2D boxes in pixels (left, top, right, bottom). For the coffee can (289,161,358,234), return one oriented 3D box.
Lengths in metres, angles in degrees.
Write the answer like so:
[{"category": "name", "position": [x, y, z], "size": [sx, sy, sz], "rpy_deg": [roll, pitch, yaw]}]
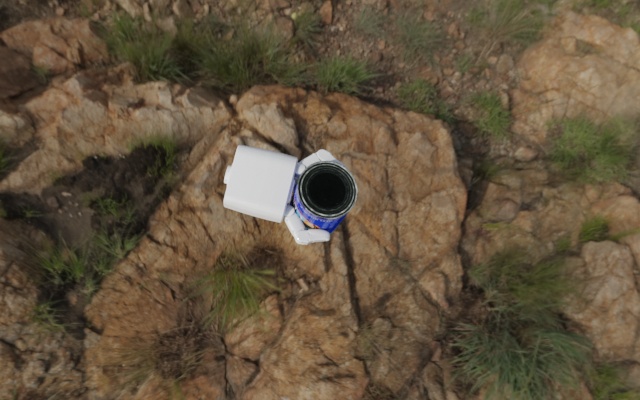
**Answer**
[{"category": "coffee can", "position": [0.000, 0.003, 0.848], "size": [0.103, 0.102, 0.140], "rpy_deg": [0, -18, -11]}]
